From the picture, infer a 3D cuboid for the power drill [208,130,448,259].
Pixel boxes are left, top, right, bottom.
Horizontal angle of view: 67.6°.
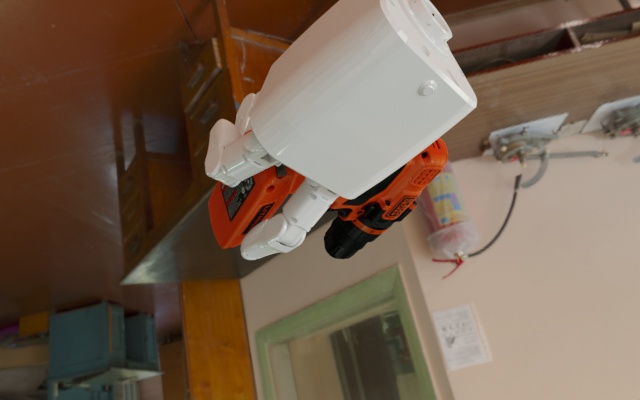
[{"bbox_3d":[0.000,0.001,0.434,0.187,0.057,0.184,-2,-37,-36],"label":"power drill"}]
